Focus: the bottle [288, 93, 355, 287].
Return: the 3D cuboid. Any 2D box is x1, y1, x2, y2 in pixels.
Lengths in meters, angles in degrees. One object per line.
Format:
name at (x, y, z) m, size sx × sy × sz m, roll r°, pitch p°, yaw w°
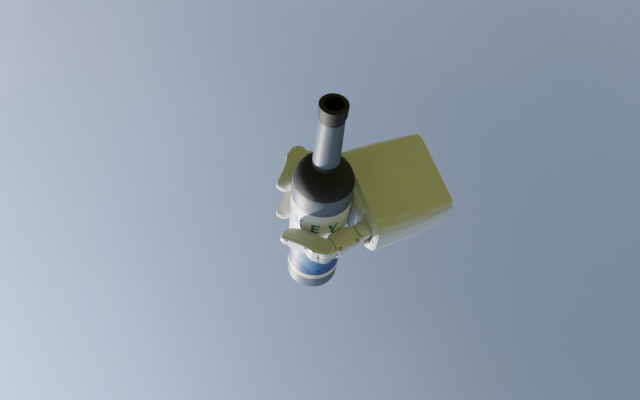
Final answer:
bottle at (0.000, 0.002, 0.531) m, size 0.069 × 0.069 × 0.296 m, roll 0°, pitch -36°, yaw -6°
